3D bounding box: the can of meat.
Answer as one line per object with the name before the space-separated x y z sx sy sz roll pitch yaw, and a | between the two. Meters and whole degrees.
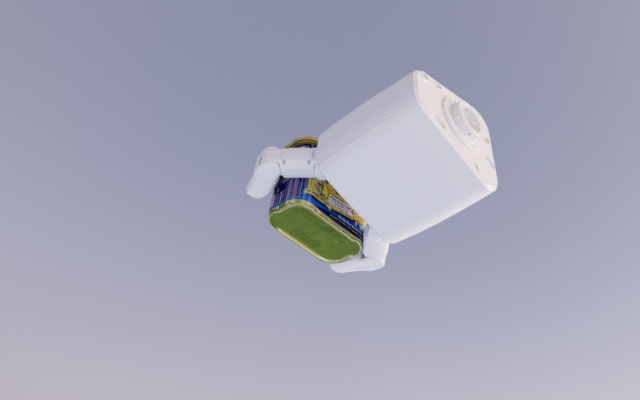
can of meat | 0.000 0.002 0.468 0.057 0.084 0.102 -29 -52 36
